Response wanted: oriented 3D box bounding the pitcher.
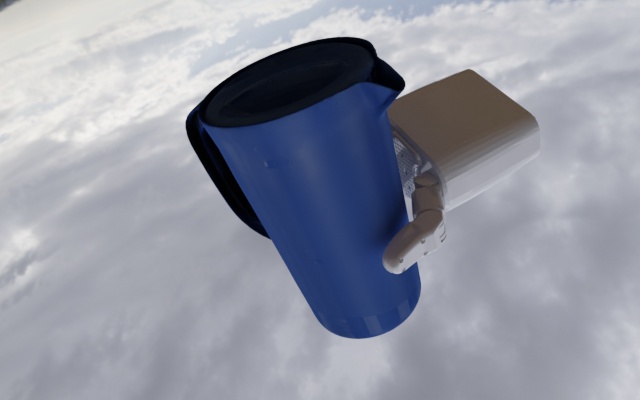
[{"bbox_3d":[0.000,0.001,0.404,0.145,0.243,0.149,-28,34,-11],"label":"pitcher"}]
